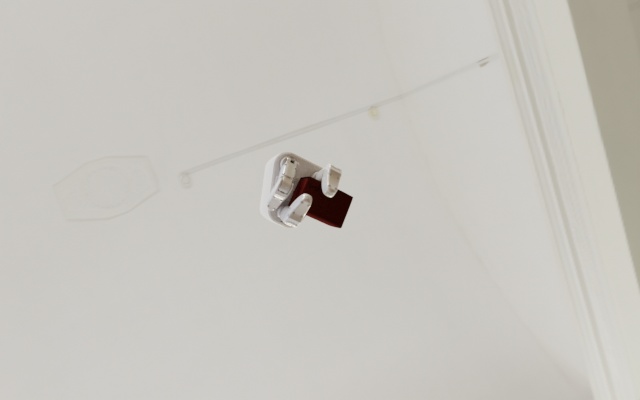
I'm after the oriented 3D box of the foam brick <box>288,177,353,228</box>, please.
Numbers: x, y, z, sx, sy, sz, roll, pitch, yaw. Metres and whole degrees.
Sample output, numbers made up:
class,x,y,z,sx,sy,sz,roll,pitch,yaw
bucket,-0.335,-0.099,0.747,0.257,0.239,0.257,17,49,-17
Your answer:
class,x,y,z,sx,sy,sz,roll,pitch,yaw
foam brick,0.000,0.003,0.724,0.078,0.053,0.051,26,-7,-15
